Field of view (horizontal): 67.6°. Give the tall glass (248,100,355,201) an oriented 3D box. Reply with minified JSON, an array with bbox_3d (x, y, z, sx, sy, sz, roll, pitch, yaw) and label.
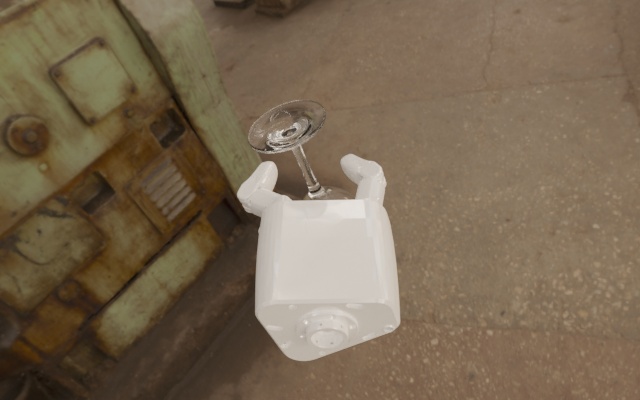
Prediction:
[{"bbox_3d":[0.000,0.001,0.490,0.079,0.079,0.201,0,-44,25],"label":"tall glass"}]
